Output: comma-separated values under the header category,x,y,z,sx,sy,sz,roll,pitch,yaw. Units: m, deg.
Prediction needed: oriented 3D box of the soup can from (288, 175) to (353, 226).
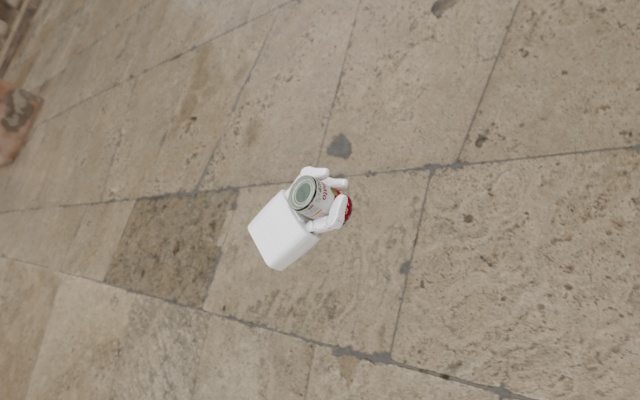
category,x,y,z,sx,sy,sz,roll,pitch,yaw
soup can,0.000,0.002,0.859,0.068,0.068,0.102,0,-20,44
